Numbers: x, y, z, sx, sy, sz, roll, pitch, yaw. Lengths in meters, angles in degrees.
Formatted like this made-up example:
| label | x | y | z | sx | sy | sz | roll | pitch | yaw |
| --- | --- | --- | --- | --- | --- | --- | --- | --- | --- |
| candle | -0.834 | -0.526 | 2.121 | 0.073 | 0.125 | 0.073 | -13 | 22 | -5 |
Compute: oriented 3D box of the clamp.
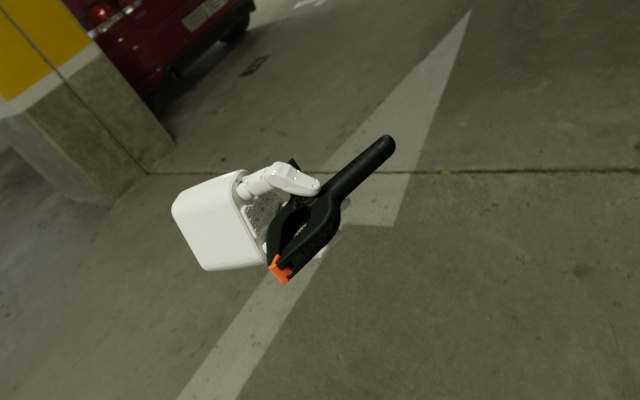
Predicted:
| label | x | y | z | sx | sy | sz | roll | pitch | yaw |
| --- | --- | --- | --- | --- | --- | --- | --- | --- | --- |
| clamp | -0.001 | 0.002 | 0.551 | 0.164 | 0.036 | 0.209 | -16 | 36 | 32 |
